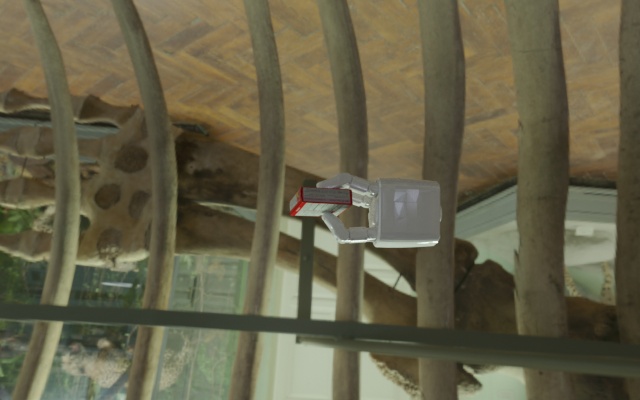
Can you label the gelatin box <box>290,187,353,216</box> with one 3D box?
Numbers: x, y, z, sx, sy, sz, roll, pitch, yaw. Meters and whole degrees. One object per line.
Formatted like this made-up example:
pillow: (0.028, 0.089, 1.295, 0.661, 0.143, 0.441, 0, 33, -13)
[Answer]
gelatin box: (0.000, 0.003, 0.797, 0.089, 0.030, 0.073, 2, -18, -19)
